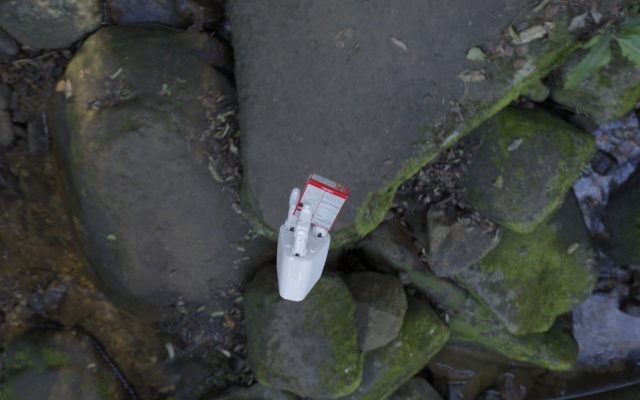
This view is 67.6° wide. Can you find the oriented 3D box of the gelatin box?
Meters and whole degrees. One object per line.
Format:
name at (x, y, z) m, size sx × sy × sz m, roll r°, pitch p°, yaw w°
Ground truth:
gelatin box at (0.000, 0.003, 0.841) m, size 0.073 × 0.089 × 0.030 m, roll 23°, pitch 37°, yaw -4°
